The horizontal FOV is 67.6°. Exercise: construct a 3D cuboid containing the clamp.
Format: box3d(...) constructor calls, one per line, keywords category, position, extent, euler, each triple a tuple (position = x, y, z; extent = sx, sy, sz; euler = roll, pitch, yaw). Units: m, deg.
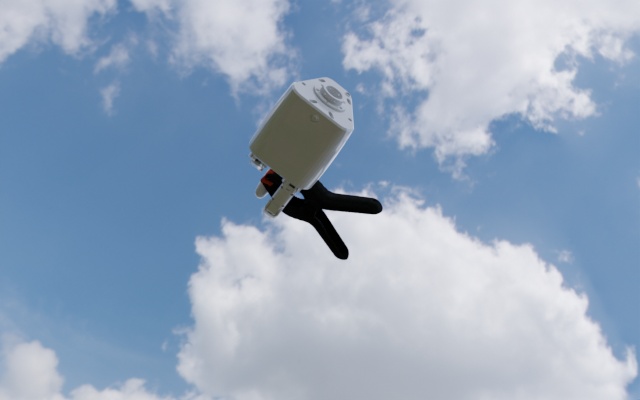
box3d(category="clamp", position=(0.000, 0.002, 0.668), extent=(0.171, 0.120, 0.039), euler=(37, 33, -6))
